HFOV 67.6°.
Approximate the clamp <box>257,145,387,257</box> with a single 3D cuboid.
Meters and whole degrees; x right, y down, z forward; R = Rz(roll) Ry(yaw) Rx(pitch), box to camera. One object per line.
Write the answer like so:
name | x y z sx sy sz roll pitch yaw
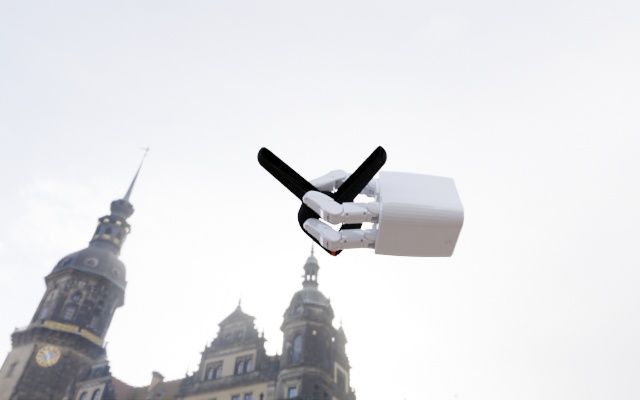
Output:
clamp | 0.000 0.002 0.661 0.164 0.036 0.210 6 -43 5
